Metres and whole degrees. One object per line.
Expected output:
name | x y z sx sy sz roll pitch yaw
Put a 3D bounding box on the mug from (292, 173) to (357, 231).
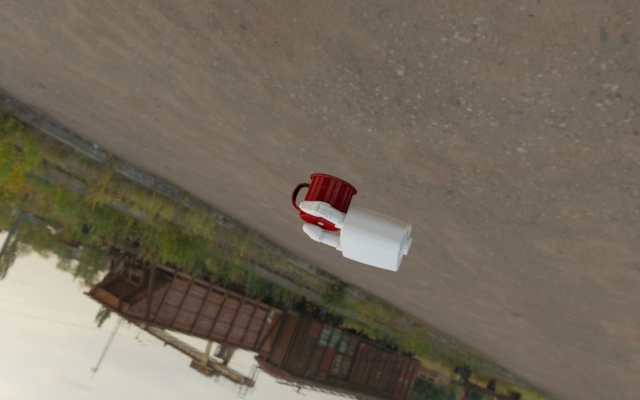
mug | -0.001 0.003 0.885 0.117 0.081 0.093 16 -15 18
